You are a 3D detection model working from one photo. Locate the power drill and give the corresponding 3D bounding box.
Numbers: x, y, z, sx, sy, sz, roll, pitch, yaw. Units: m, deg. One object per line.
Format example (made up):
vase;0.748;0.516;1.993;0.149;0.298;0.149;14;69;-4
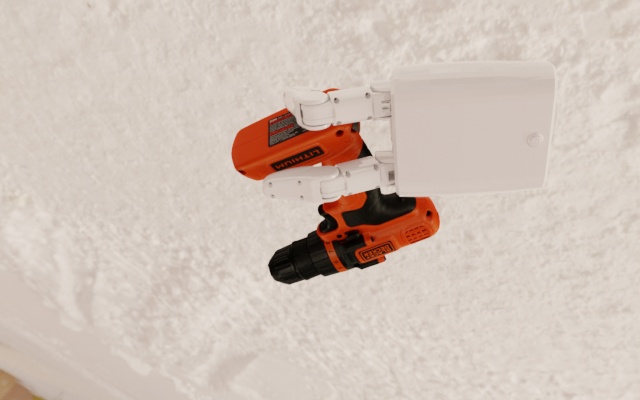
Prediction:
power drill;0.000;0.001;0.439;0.184;0.057;0.188;-23;-45;14
